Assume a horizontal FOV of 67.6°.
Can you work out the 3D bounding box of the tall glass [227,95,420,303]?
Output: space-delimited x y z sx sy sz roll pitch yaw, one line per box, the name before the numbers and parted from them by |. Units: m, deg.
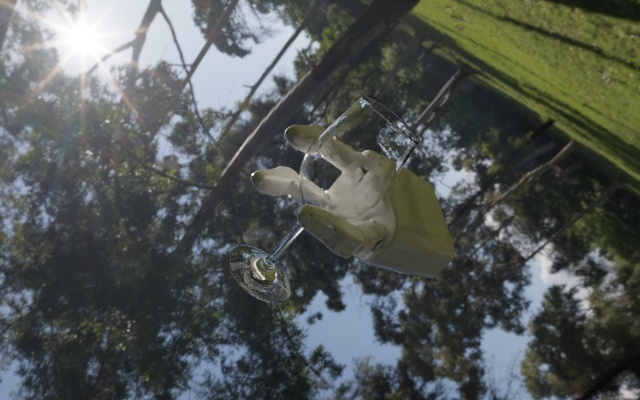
tall glass | 0.000 0.002 0.436 0.079 0.201 0.079 34 22 -16
